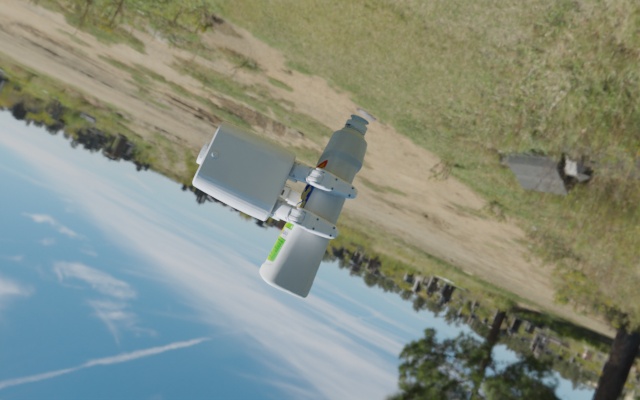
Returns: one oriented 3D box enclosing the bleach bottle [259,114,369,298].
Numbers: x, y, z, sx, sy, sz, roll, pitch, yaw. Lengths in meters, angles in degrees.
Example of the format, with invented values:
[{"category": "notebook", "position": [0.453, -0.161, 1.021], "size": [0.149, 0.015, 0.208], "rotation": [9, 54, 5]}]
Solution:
[{"category": "bleach bottle", "position": [0.000, 0.002, 0.653], "size": [0.068, 0.251, 0.102], "rotation": [26, -5, -11]}]
